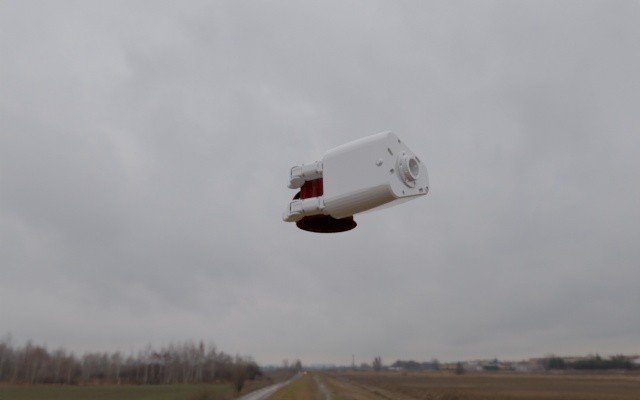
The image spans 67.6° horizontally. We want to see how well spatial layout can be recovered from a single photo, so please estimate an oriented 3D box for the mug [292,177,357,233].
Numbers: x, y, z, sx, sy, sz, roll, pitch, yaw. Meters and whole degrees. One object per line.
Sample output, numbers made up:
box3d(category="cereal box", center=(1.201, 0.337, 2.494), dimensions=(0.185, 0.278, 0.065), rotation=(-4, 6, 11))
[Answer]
box3d(category="mug", center=(-0.001, 0.003, 0.745), dimensions=(0.117, 0.081, 0.093), rotation=(-15, -24, 38))
